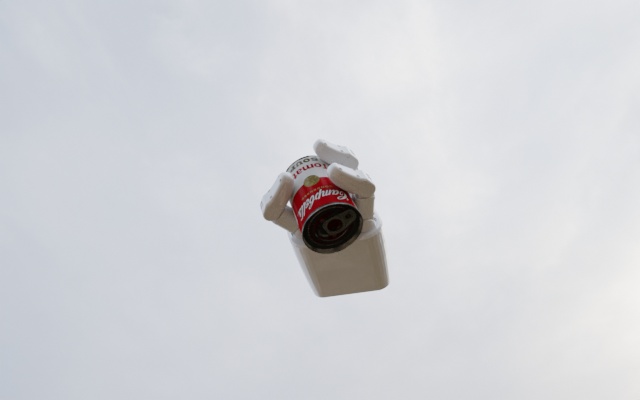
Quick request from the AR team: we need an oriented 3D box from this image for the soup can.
[{"bbox_3d":[0.000,0.001,0.543,0.068,0.068,0.102,0,35,-19],"label":"soup can"}]
